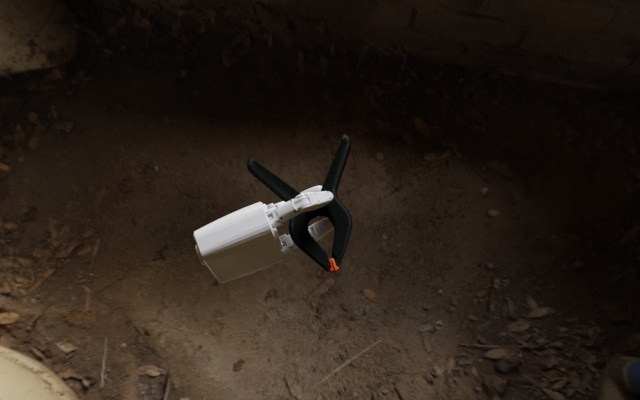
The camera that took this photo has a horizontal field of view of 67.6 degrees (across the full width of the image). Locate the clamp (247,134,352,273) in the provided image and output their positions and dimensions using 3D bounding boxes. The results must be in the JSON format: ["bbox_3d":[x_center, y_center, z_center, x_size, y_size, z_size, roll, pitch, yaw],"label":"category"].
[{"bbox_3d":[0.000,0.003,0.717,0.164,0.210,0.036,-22,-14,-7],"label":"clamp"}]
